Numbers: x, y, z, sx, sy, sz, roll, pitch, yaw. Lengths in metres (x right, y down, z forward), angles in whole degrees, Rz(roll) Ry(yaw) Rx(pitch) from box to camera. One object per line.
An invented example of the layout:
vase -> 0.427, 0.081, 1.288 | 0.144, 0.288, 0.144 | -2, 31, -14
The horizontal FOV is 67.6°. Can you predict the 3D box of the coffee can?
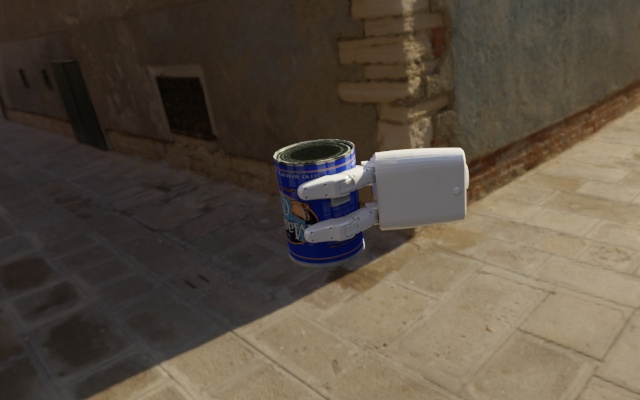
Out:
coffee can -> 0.000, 0.002, 0.620 | 0.103, 0.140, 0.102 | -7, 21, 3
